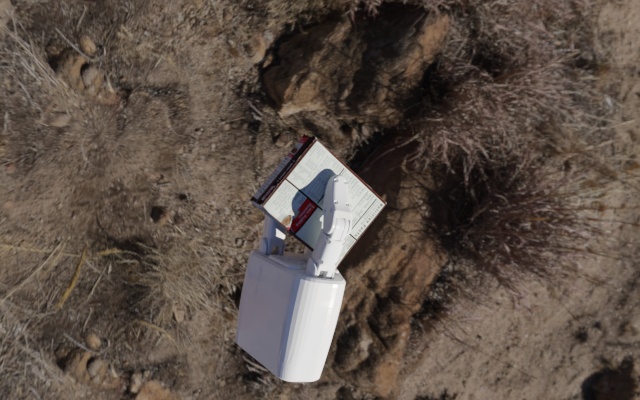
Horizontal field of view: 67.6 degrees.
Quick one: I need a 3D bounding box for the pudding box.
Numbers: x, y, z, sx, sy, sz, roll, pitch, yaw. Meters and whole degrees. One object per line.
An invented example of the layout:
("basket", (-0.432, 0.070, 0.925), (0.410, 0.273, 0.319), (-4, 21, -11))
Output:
("pudding box", (0.000, 0.002, 0.491), (0.113, 0.090, 0.039), (42, -7, -26))
